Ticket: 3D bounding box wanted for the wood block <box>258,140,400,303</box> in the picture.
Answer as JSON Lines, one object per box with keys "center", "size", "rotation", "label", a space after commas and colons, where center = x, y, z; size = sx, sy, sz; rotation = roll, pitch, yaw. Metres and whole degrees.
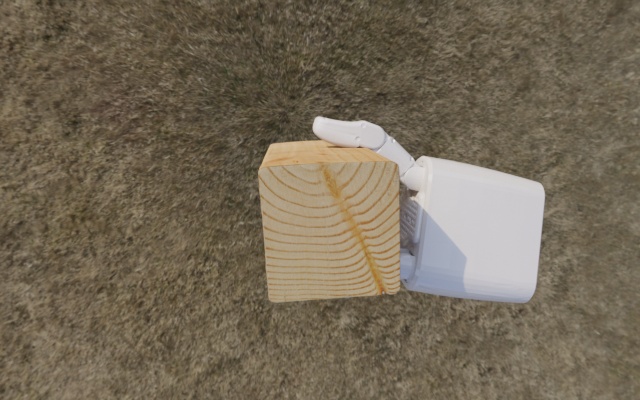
{"center": [0.000, 0.001, 0.404], "size": [0.090, 0.091, 0.206], "rotation": [-3, 11, -4], "label": "wood block"}
